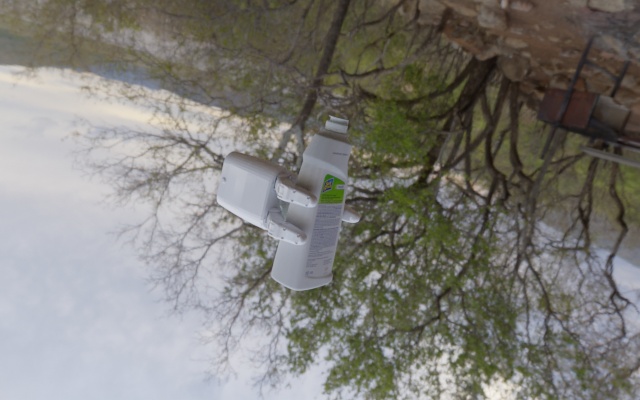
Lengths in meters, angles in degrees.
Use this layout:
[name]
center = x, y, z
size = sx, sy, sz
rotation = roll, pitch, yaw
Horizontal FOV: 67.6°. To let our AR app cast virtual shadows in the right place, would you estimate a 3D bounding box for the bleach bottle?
[bleach bottle]
center = 0.000, 0.002, 0.701
size = 0.068, 0.251, 0.102
rotation = 23, 15, 33
